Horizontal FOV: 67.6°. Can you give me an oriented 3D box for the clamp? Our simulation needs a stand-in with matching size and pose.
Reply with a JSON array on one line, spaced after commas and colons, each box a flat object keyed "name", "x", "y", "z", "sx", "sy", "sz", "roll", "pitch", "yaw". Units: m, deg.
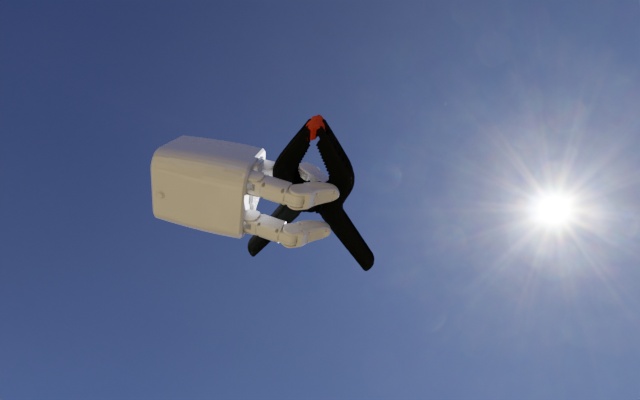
[{"name": "clamp", "x": 0.000, "y": 0.001, "z": 0.570, "sx": 0.164, "sy": 0.210, "sz": 0.036, "roll": 11, "pitch": 36, "yaw": 0}]
